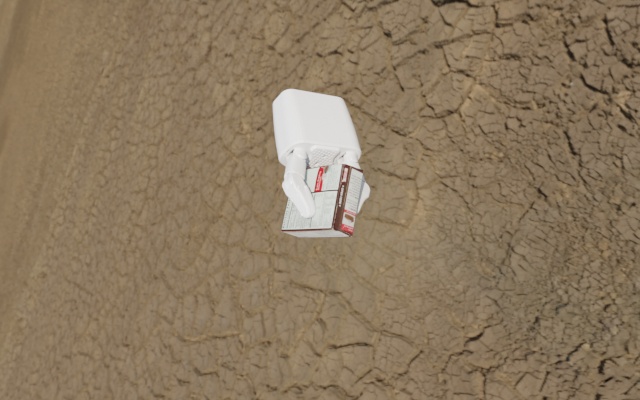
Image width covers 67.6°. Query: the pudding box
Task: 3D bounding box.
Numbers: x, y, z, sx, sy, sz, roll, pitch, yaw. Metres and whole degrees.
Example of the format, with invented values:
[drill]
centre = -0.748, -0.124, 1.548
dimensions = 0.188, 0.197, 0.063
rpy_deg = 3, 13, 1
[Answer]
[pudding box]
centre = 0.000, 0.002, 0.631
dimensions = 0.039, 0.090, 0.113
rpy_deg = 19, -15, -36
